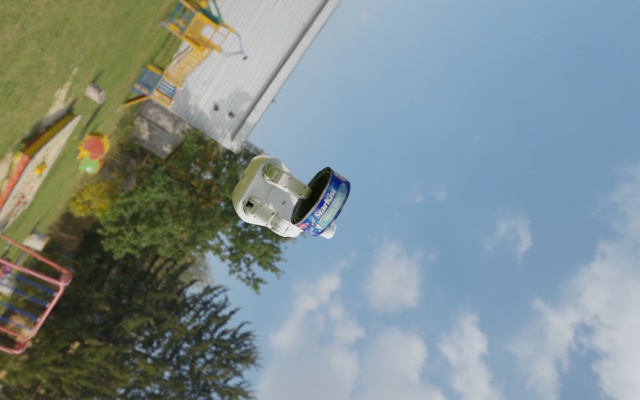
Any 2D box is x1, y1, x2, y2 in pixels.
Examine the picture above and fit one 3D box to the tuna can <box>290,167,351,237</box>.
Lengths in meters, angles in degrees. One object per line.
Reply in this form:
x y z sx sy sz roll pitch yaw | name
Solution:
0.001 0.002 0.601 0.034 0.086 0.086 33 -10 -16 | tuna can
